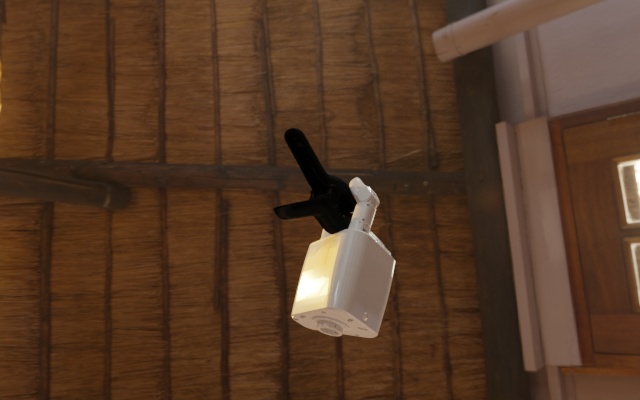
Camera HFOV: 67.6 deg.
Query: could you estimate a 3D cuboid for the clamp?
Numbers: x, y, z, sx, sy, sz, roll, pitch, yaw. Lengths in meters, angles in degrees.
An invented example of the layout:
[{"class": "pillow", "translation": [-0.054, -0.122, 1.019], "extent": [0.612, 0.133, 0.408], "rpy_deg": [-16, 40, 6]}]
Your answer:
[{"class": "clamp", "translation": [0.000, 0.002, 0.606], "extent": [0.039, 0.120, 0.171], "rpy_deg": [-11, -40, 39]}]
